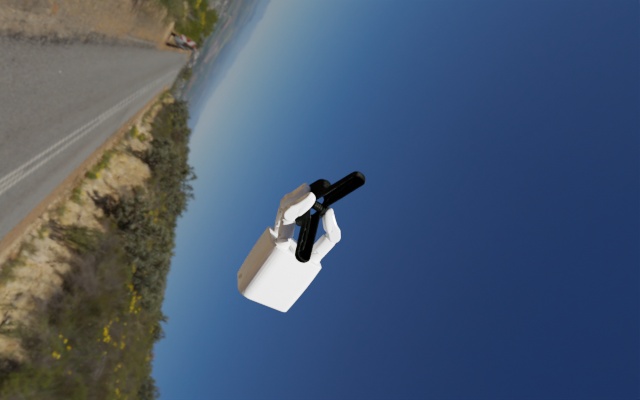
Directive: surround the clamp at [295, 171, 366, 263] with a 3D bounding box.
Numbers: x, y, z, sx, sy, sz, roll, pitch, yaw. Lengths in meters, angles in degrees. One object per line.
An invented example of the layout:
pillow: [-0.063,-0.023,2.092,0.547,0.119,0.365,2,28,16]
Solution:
clamp: [0.001,0.003,0.806,0.036,0.164,0.210,37,7,-18]
